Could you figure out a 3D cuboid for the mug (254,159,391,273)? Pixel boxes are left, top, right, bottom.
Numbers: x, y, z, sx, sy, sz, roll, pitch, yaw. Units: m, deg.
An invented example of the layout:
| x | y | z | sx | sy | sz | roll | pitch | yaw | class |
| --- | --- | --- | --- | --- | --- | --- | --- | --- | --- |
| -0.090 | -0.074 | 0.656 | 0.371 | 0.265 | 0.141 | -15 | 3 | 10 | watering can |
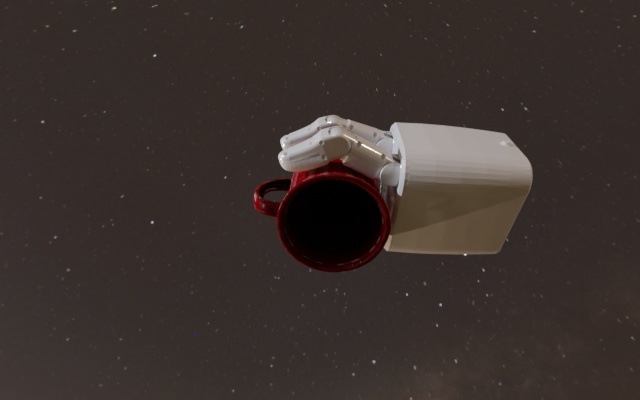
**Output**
| x | y | z | sx | sy | sz | roll | pitch | yaw | class |
| --- | --- | --- | --- | --- | --- | --- | --- | --- | --- |
| -0.001 | 0.001 | 0.423 | 0.117 | 0.093 | 0.081 | 5 | 28 | 0 | mug |
